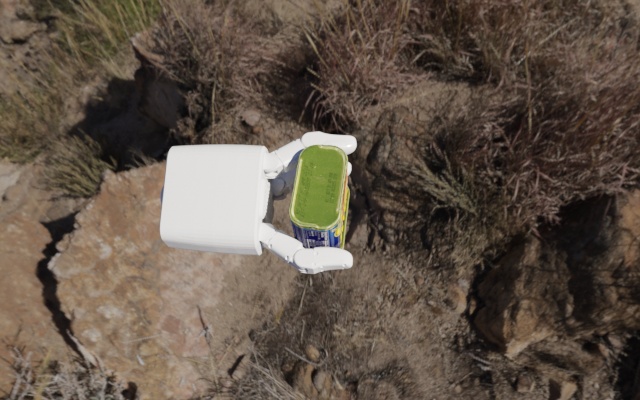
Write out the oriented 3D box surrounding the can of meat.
[{"bbox_3d":[0.000,0.002,0.515,0.057,0.102,0.084,5,-26,6],"label":"can of meat"}]
